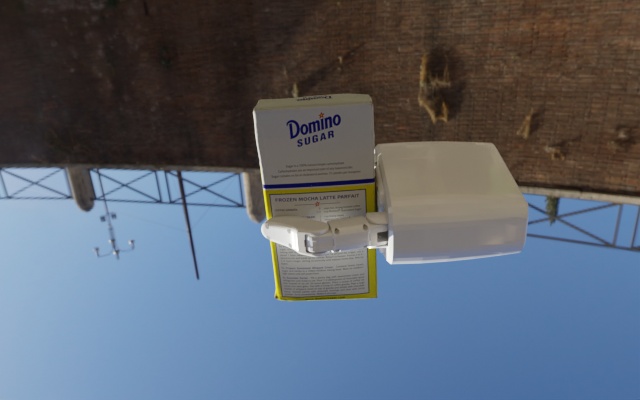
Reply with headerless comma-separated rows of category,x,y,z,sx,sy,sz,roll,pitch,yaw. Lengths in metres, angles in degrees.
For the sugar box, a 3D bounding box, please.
sugar box,0.000,0.001,0.408,0.093,0.176,0.048,-2,21,2
